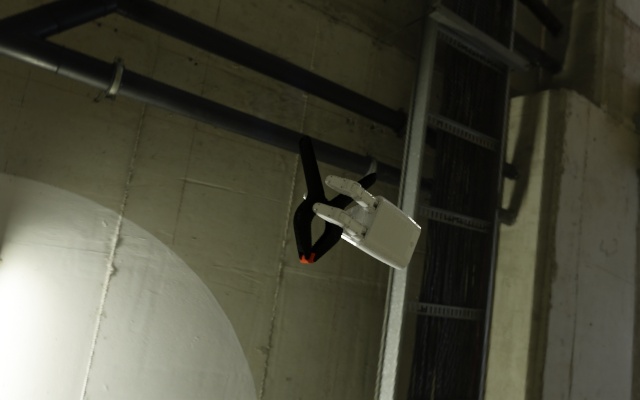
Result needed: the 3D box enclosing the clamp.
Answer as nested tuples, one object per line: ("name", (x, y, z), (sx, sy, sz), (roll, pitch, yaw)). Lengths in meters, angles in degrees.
("clamp", (0.000, 0.003, 0.819), (0.164, 0.210, 0.036), (32, -20, -23))
